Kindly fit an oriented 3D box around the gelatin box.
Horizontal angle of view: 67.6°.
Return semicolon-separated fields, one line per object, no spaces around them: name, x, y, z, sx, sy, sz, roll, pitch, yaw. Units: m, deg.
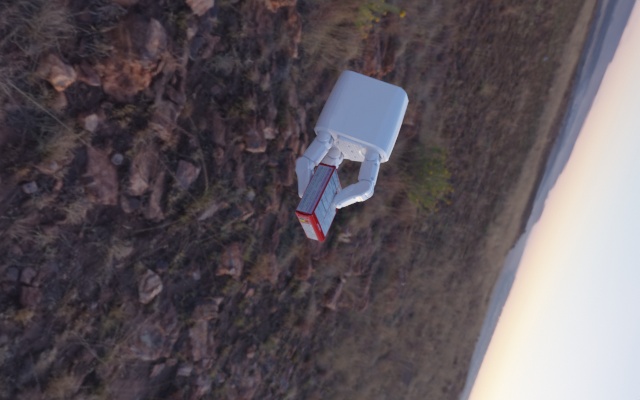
gelatin box;0.000;0.003;0.684;0.030;0.089;0.073;13;-29;22
